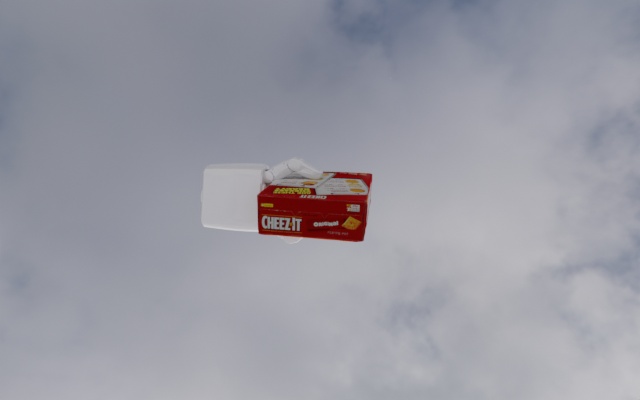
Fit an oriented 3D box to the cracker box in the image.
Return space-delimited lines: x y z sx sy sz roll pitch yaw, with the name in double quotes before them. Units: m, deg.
"cracker box" 0.000 0.002 0.800 0.164 0.072 0.213 3 15 8
